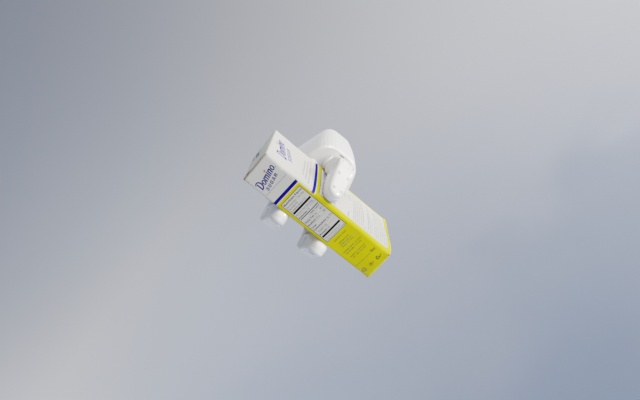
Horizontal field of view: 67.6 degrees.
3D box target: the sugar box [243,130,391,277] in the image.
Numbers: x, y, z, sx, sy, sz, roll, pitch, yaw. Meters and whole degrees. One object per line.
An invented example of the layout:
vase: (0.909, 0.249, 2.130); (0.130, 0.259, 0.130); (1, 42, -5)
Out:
sugar box: (0.000, 0.002, 0.539); (0.176, 0.048, 0.093); (37, 19, -12)
